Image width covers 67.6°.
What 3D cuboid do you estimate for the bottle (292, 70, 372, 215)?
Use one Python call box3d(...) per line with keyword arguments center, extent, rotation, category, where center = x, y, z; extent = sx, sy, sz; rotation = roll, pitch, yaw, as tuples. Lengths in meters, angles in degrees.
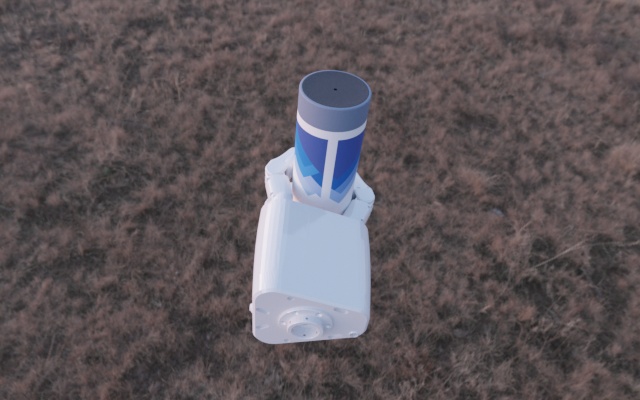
box3d(center=(0.000, 0.002, 0.538), extent=(0.069, 0.069, 0.296), rotation=(4, -45, -4), category="bottle")
